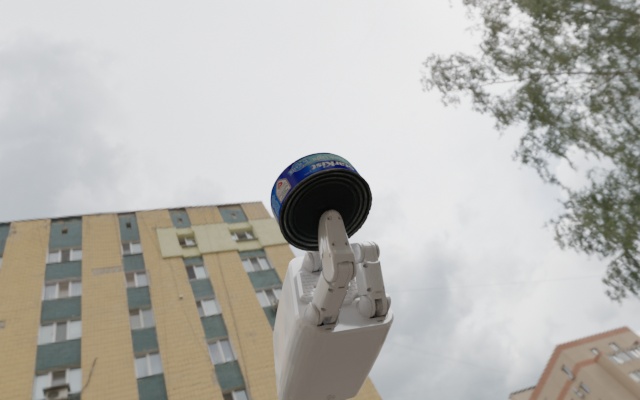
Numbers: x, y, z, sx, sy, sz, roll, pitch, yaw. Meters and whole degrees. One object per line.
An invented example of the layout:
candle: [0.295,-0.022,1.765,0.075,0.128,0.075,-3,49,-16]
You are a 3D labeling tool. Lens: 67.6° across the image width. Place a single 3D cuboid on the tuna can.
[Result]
tuna can: [0.000,0.001,0.420,0.086,0.086,0.033,0,34,-26]
